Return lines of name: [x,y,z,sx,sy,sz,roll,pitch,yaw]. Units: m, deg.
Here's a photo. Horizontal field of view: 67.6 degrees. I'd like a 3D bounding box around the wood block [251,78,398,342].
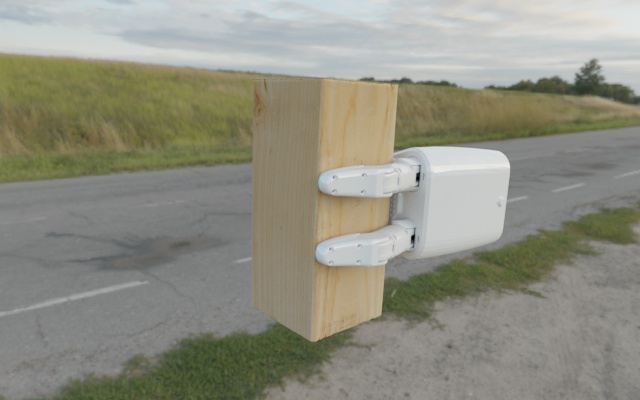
wood block: [0.000,0.001,0.420,0.090,0.206,0.091,-8,16,-41]
